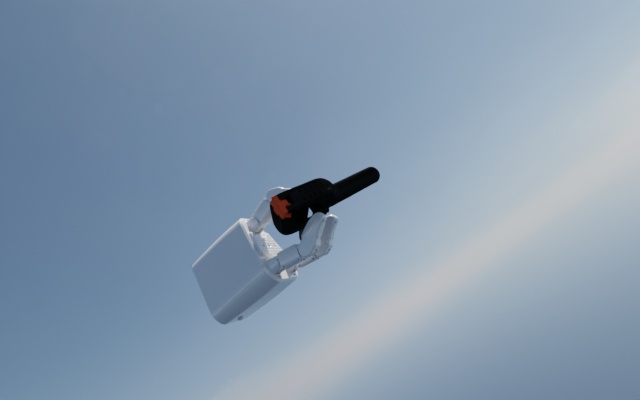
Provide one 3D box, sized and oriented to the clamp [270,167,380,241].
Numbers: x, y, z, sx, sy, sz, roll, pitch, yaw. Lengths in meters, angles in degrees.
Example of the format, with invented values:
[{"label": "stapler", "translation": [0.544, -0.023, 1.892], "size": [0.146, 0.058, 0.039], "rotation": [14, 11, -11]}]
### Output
[{"label": "clamp", "translation": [-0.001, 0.002, 0.653], "size": [0.164, 0.036, 0.210], "rotation": [-44, -17, 11]}]
